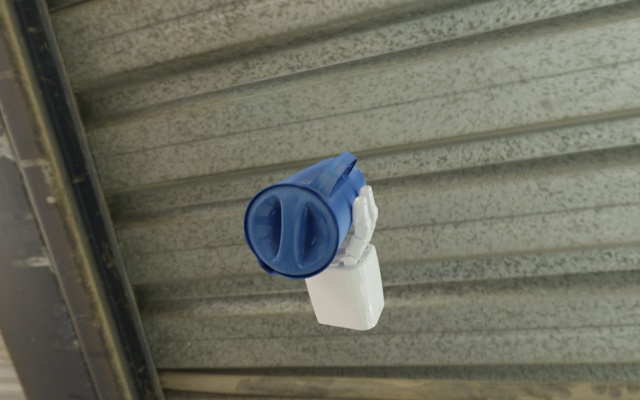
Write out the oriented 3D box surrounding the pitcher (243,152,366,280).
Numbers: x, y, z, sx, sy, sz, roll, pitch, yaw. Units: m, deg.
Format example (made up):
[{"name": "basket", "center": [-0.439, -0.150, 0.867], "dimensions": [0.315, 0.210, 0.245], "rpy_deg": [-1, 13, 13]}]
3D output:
[{"name": "pitcher", "center": [0.000, 0.003, 0.719], "dimensions": [0.149, 0.145, 0.242], "rpy_deg": [-9, 14, 20]}]
